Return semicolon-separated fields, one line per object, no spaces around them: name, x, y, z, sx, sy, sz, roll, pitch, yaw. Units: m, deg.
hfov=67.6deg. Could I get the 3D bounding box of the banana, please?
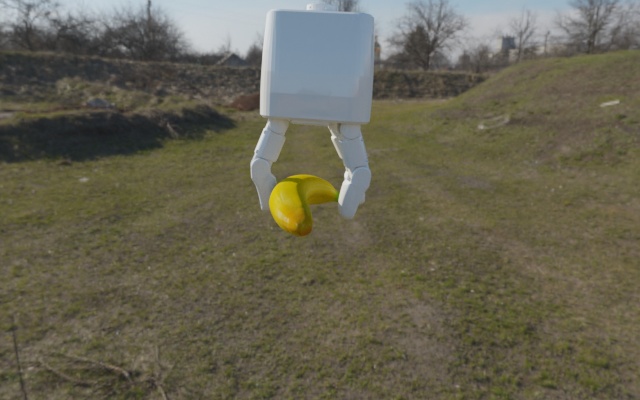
banana;-0.017;-0.002;0.501;0.069;0.037;0.197;10;12;14
